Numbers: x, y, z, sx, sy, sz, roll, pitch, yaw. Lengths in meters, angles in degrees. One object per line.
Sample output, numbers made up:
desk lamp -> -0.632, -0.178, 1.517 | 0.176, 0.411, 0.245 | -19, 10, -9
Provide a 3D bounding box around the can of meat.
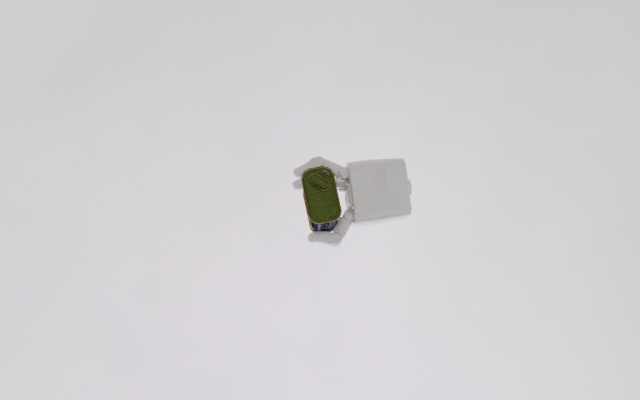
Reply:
can of meat -> 0.000, 0.003, 0.848 | 0.057, 0.102, 0.084 | -10, -18, -5
